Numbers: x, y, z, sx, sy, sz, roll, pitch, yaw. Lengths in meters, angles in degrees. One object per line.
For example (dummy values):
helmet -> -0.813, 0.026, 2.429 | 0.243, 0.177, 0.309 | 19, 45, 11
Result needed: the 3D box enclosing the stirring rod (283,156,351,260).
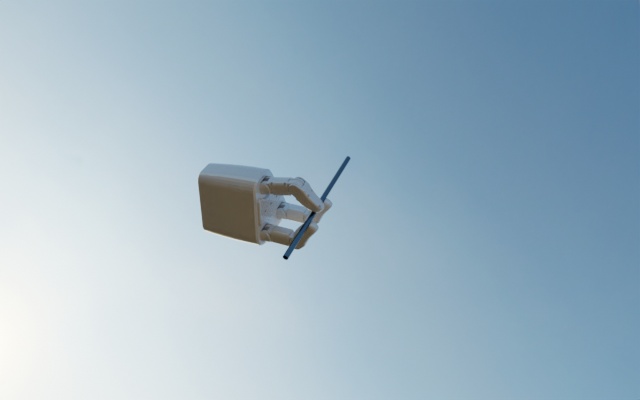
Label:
stirring rod -> 0.000, 0.002, 0.709 | 0.011, 0.011, 0.239 | 0, 37, 29
